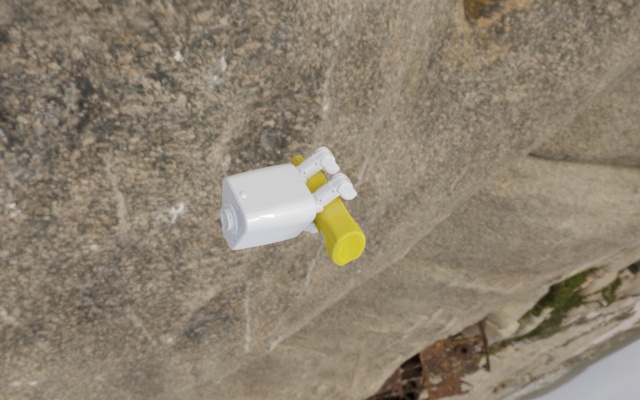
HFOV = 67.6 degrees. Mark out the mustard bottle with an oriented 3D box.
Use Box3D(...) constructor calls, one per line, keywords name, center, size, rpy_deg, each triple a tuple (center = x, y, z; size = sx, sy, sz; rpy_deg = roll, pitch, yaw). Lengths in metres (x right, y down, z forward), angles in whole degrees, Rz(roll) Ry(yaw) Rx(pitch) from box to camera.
Box3D(name="mustard bottle", center=(0.001, 0.003, 0.743), size=(0.058, 0.191, 0.096), rpy_deg=(-26, -30, -8))
